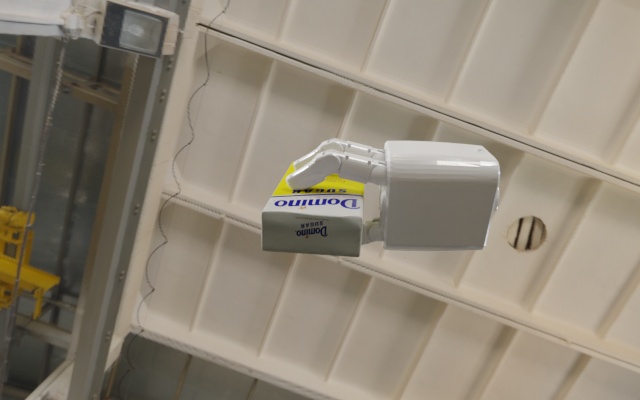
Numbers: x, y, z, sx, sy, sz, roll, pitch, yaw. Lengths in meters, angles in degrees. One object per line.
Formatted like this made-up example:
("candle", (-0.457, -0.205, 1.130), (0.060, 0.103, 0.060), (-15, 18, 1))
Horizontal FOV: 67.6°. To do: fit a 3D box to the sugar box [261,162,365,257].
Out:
("sugar box", (0.000, 0.001, 0.507), (0.093, 0.048, 0.176), (3, 17, 4))
